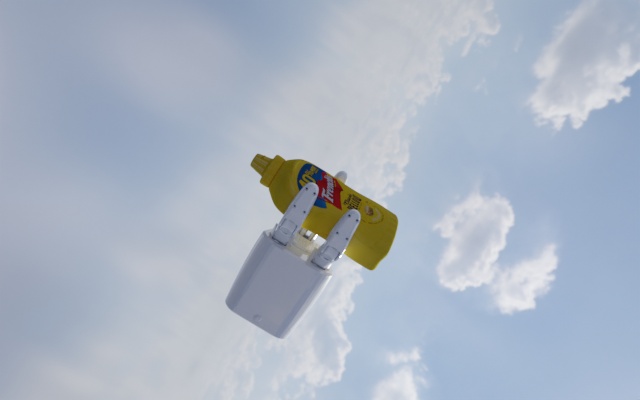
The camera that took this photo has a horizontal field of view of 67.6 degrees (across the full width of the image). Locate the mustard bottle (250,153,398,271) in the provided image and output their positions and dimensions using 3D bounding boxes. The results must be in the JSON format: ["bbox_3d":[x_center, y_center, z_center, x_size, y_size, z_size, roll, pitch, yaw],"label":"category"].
[{"bbox_3d":[0.000,0.002,0.580,0.191,0.058,0.096,32,35,-3],"label":"mustard bottle"}]
